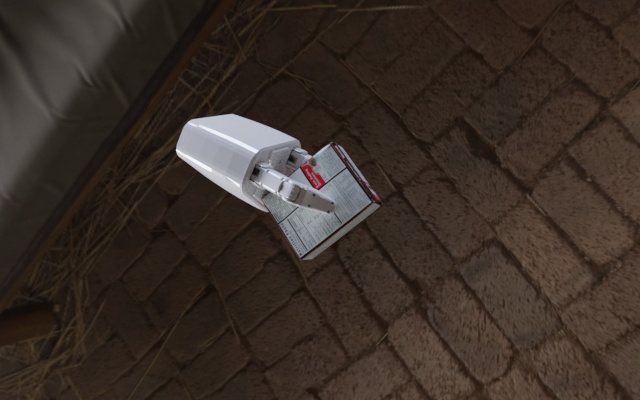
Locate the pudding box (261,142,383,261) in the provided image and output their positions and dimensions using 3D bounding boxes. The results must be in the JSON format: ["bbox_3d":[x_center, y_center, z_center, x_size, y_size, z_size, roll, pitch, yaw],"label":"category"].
[{"bbox_3d":[0.000,0.002,0.549,0.113,0.090,0.039,-39,-16,16],"label":"pudding box"}]
